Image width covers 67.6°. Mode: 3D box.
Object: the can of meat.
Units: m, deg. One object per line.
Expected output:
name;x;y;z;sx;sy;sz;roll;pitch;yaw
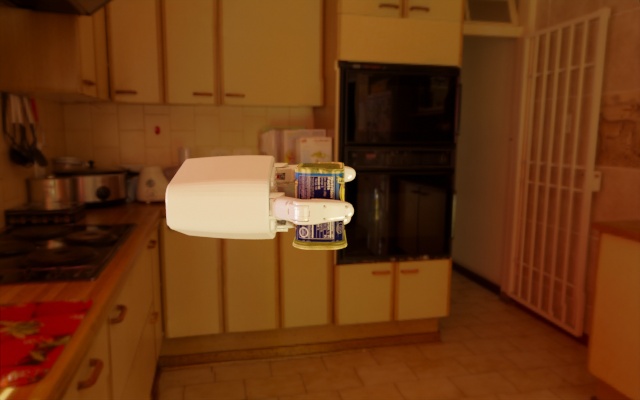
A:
can of meat;0.000;0.001;0.530;0.057;0.084;0.102;0;8;1
